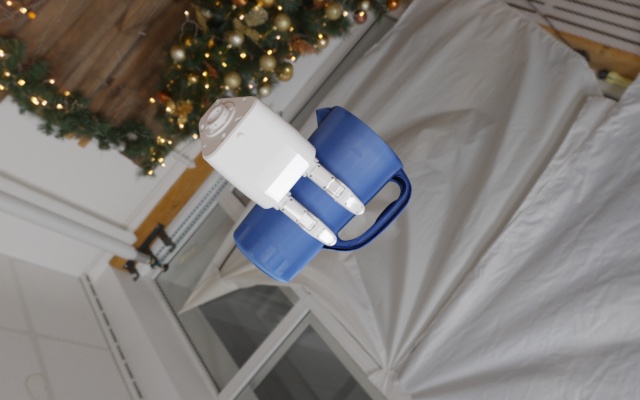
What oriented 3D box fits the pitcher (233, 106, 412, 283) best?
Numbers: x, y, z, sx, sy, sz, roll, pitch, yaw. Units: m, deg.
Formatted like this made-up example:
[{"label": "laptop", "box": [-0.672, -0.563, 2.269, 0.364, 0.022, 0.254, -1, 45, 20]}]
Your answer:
[{"label": "pitcher", "box": [0.000, 0.002, 0.677, 0.145, 0.243, 0.149, 41, 1, -36]}]
